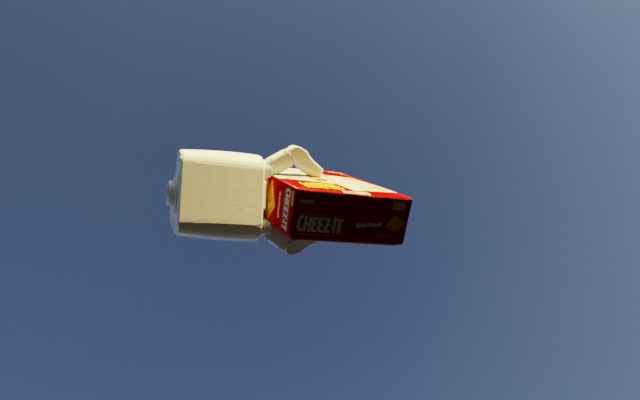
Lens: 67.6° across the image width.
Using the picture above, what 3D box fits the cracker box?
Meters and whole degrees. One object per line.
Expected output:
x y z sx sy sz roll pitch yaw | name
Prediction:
0.000 0.002 0.680 0.164 0.072 0.213 4 10 -24 | cracker box
